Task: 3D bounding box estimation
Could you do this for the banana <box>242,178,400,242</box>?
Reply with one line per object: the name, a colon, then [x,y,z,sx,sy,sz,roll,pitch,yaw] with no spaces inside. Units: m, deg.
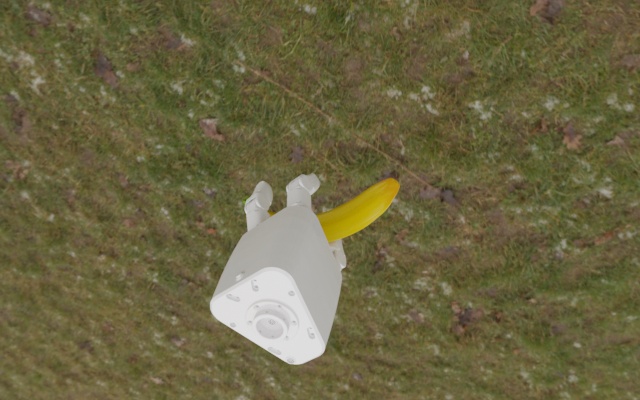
banana: [0.001,0.020,0.576,0.198,0.070,0.037,-7,18,15]
